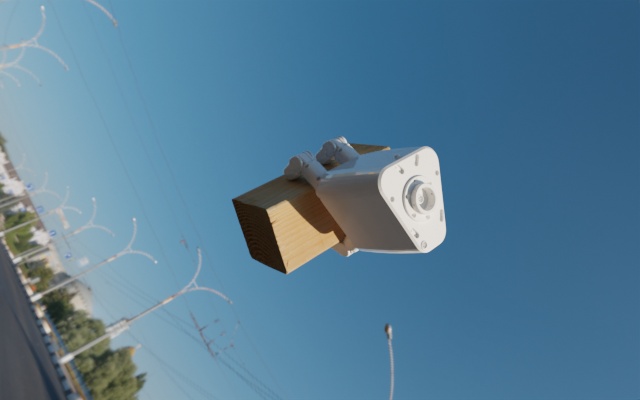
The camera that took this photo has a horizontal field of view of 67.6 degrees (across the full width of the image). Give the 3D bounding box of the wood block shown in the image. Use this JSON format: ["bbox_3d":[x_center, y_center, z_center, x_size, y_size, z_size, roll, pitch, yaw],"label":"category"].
[{"bbox_3d":[0.001,0.002,0.641,0.206,0.091,0.090,-28,24,-31],"label":"wood block"}]
